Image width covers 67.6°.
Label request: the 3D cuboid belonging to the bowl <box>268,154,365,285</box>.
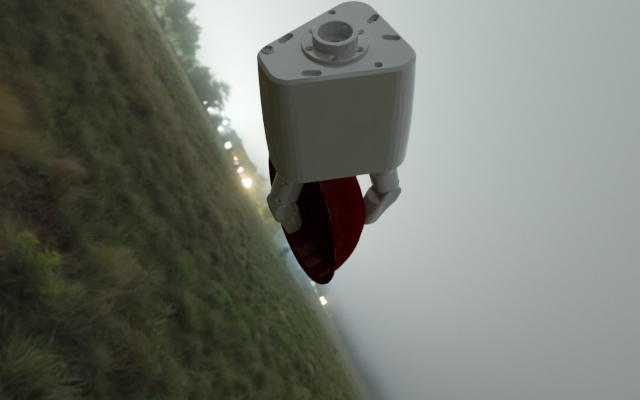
[{"bbox_3d":[0.000,0.002,0.494,0.055,0.162,0.162,-17,6,-21],"label":"bowl"}]
